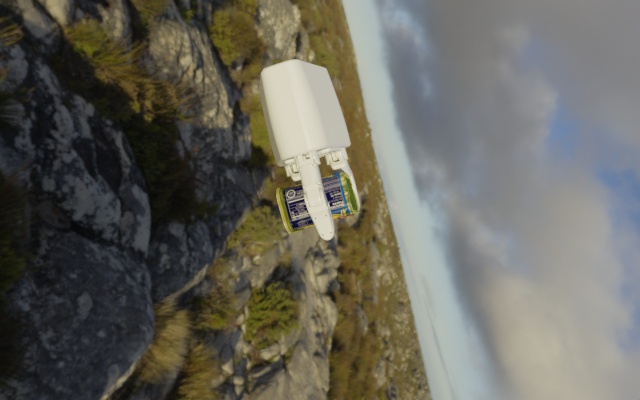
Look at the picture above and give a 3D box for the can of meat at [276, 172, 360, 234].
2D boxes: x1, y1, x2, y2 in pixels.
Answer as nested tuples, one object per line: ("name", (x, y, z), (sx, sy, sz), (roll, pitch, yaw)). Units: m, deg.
("can of meat", (0.000, 0.002, 0.599), (0.084, 0.057, 0.102), (-16, -4, 8))
